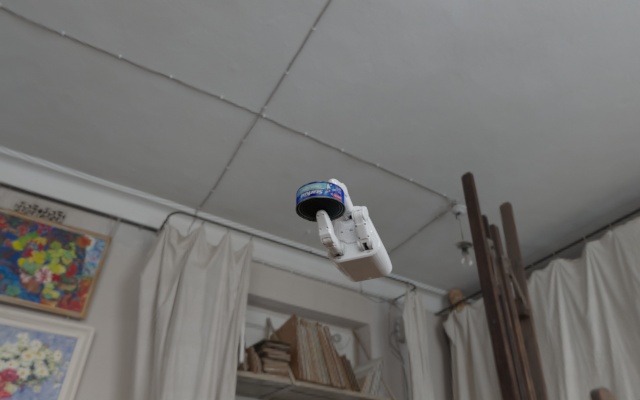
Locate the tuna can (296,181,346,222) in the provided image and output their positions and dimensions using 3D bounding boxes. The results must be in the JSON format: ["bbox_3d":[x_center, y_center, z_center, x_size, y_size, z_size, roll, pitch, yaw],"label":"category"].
[{"bbox_3d":[0.000,0.002,0.821,0.086,0.033,0.086,0,-31,0],"label":"tuna can"}]
